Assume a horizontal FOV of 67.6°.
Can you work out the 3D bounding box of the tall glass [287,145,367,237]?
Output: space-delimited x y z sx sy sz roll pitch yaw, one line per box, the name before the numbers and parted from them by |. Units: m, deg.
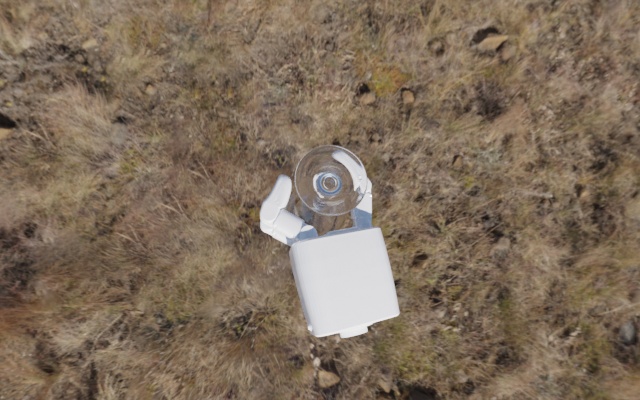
tall glass | 0.000 0.002 0.576 0.079 0.079 0.201 0 -13 -6
